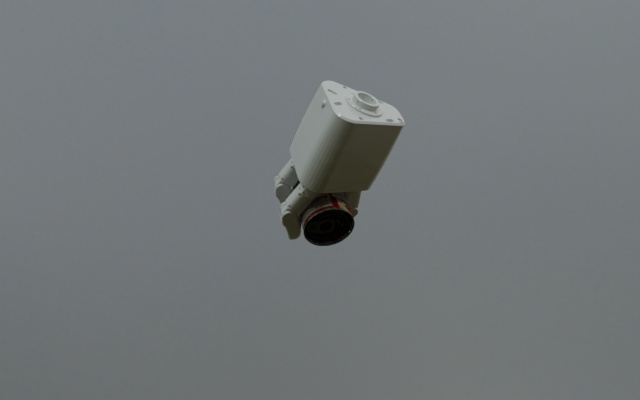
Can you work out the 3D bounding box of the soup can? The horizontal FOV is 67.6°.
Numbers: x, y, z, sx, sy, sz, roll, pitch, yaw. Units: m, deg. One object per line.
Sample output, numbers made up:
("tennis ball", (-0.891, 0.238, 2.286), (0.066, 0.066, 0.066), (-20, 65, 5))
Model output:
("soup can", (0.000, 0.002, 0.651), (0.068, 0.069, 0.102), (0, 42, -18))
